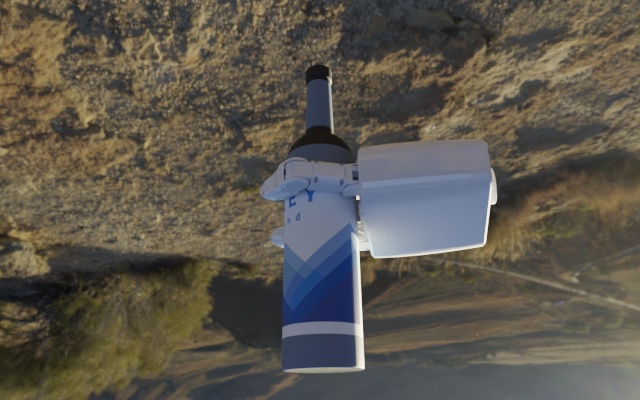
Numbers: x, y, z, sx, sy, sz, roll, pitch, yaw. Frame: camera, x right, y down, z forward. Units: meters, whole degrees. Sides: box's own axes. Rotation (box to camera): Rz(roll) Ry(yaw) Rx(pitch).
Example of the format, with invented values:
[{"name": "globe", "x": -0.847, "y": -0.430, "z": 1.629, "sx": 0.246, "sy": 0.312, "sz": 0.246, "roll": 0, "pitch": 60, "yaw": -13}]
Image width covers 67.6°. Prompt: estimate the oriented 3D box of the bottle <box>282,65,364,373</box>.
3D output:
[{"name": "bottle", "x": 0.000, "y": 0.002, "z": 0.441, "sx": 0.069, "sy": 0.295, "sz": 0.069, "roll": -1, "pitch": -23, "yaw": 0}]
